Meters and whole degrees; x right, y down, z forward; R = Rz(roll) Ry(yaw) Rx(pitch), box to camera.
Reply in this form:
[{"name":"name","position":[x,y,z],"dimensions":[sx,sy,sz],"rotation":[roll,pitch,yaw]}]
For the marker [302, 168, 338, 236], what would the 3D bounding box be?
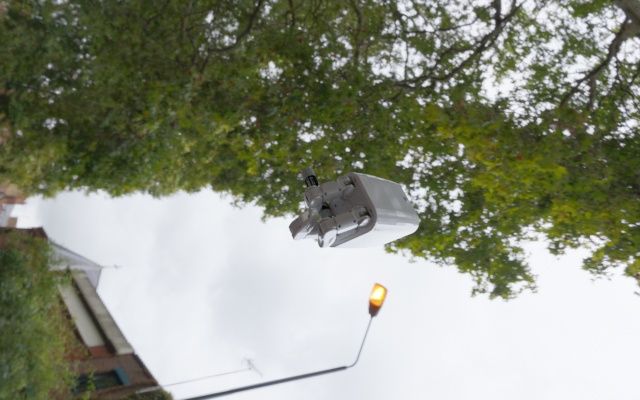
[{"name":"marker","position":[0.000,0.002,0.715],"dimensions":[0.020,0.121,0.020],"rotation":[-18,-30,-11]}]
